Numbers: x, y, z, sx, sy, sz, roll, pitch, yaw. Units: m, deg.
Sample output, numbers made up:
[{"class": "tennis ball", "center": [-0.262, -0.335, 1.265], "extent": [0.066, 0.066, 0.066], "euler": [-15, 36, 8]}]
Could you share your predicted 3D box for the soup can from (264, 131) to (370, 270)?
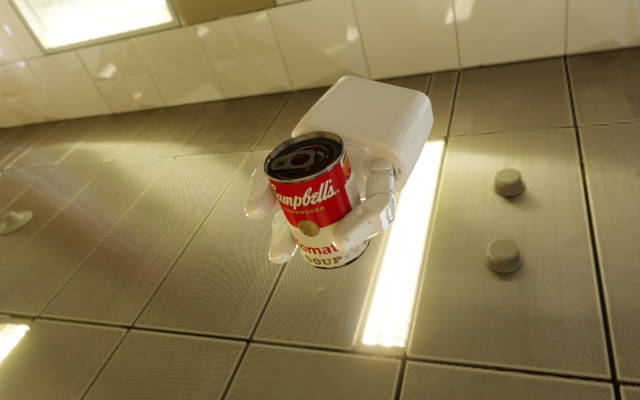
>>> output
[{"class": "soup can", "center": [0.000, 0.002, 0.412], "extent": [0.068, 0.102, 0.068], "euler": [-13, 37, 10]}]
